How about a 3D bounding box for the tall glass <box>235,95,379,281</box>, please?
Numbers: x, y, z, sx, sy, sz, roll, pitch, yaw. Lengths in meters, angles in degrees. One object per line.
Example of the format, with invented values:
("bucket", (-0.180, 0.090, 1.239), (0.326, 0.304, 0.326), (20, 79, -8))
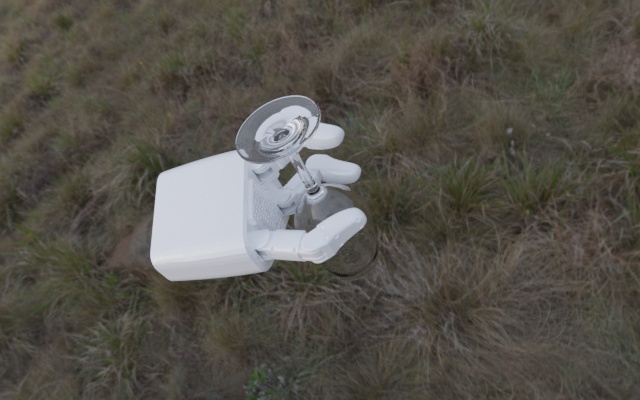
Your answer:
("tall glass", (0.000, 0.001, 0.450), (0.079, 0.079, 0.201), (0, -37, 26))
